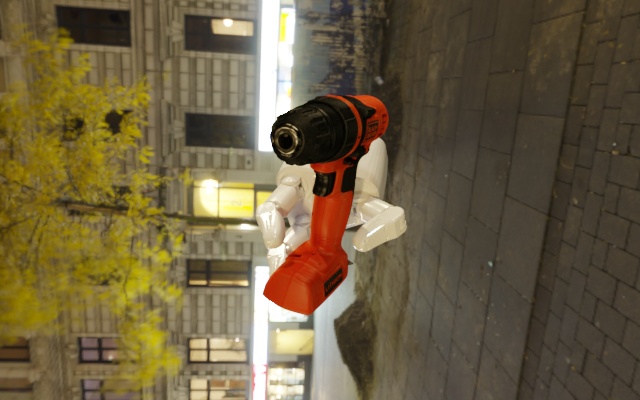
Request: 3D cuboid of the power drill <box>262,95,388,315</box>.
[{"bbox_3d":[0.000,0.002,0.417,0.057,0.188,0.184,21,22,19],"label":"power drill"}]
